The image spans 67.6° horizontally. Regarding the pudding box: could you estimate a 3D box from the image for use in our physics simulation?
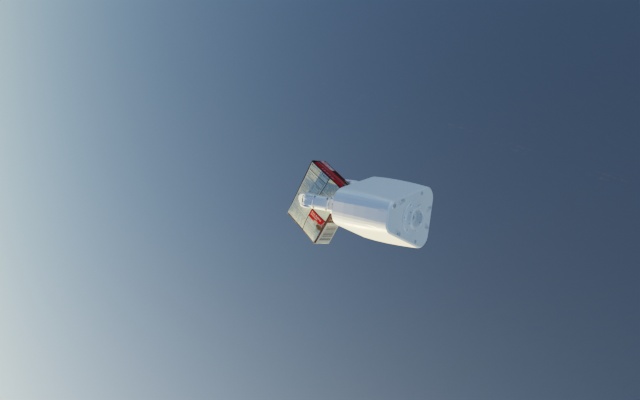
[{"bbox_3d":[0.000,0.003,0.796,0.039,0.113,0.090,3,34,-45],"label":"pudding box"}]
